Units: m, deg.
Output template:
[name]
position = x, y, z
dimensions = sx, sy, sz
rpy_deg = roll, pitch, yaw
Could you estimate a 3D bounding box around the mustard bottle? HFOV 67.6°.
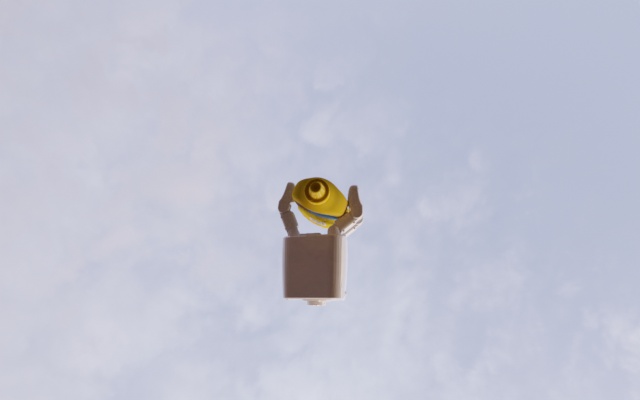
[mustard bottle]
position = 0.000, 0.002, 0.821
dimensions = 0.096, 0.058, 0.192
rpy_deg = 23, -10, 10
